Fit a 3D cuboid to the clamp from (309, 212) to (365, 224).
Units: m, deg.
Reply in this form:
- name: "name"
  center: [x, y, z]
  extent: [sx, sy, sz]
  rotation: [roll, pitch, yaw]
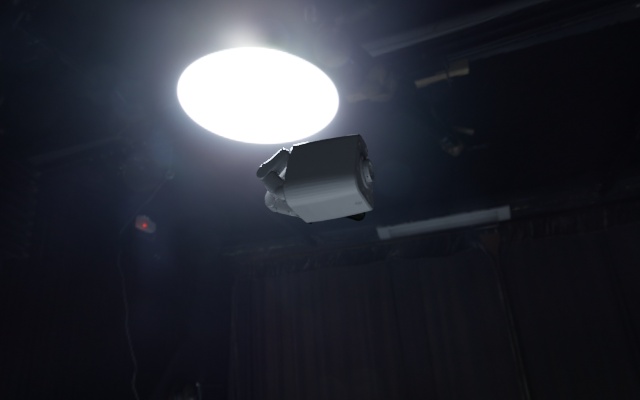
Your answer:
- name: "clamp"
  center: [0.000, 0.002, 0.802]
  extent: [0.120, 0.039, 0.171]
  rotation: [-7, -22, 21]
